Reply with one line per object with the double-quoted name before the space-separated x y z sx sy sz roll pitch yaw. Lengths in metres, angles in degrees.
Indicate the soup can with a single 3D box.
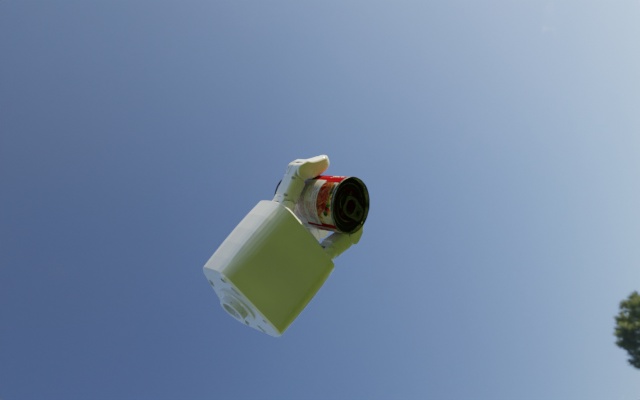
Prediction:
"soup can" 0.000 0.001 0.589 0.102 0.068 0.068 7 5 43
